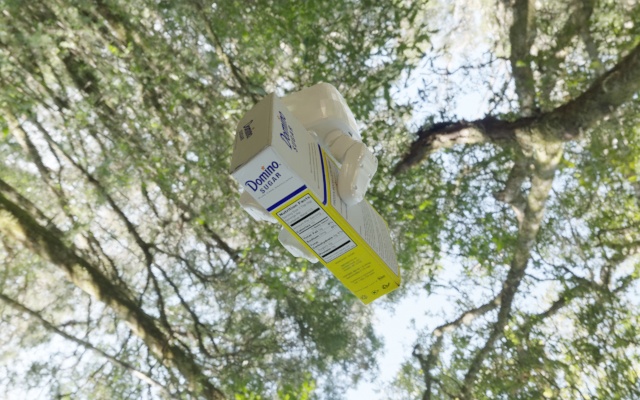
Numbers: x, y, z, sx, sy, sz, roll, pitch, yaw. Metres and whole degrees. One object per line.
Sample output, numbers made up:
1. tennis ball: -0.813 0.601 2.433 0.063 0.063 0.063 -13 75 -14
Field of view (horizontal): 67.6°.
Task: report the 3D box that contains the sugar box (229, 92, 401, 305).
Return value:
1. sugar box: 0.000 0.002 0.403 0.048 0.176 0.093 -35 30 19
